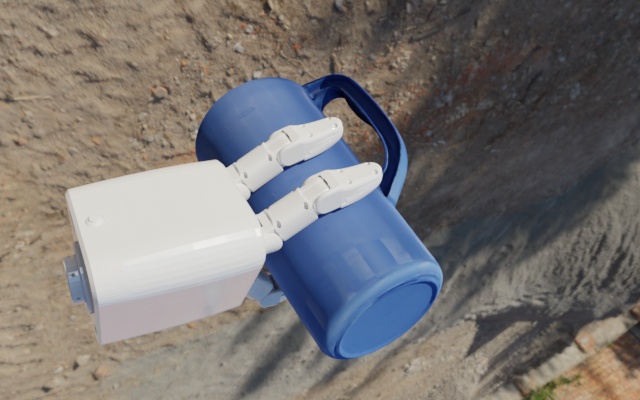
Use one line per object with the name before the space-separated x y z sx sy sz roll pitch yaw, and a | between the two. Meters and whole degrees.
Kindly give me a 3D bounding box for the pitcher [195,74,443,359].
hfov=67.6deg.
pitcher | 0.000 0.001 0.417 0.145 0.149 0.242 -12 48 -30
